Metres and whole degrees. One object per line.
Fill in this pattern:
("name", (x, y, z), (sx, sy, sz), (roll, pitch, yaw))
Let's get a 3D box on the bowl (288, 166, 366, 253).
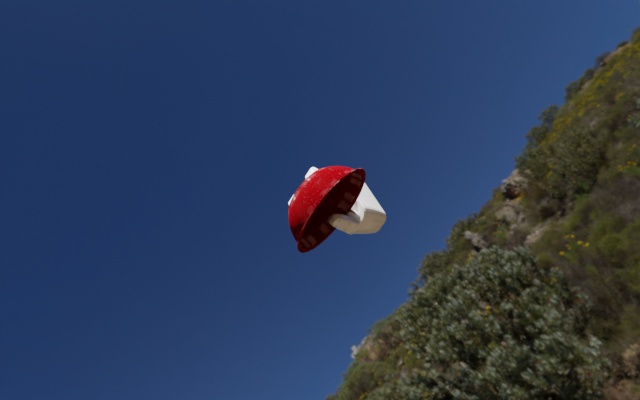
("bowl", (-0.001, 0.002, 0.746), (0.055, 0.162, 0.162), (38, 13, 17))
